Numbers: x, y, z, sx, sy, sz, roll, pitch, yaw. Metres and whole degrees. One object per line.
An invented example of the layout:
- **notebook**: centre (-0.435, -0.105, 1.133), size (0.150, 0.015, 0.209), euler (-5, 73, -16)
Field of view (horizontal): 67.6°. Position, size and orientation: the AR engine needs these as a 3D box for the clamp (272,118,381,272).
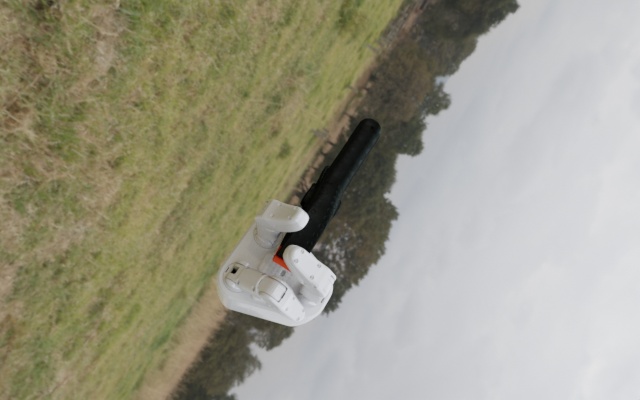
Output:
- **clamp**: centre (0.001, 0.002, 0.493), size (0.039, 0.171, 0.120), euler (33, -23, 1)
